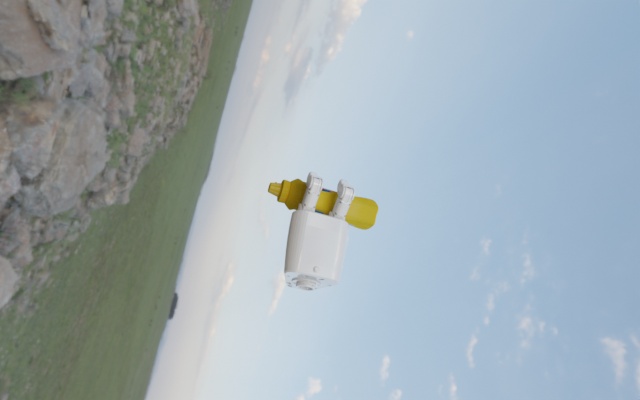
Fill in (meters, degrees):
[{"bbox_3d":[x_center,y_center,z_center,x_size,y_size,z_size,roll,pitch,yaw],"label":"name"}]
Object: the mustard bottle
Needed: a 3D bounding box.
[{"bbox_3d":[0.000,0.003,0.850,0.191,0.058,0.096,15,0,-14],"label":"mustard bottle"}]
